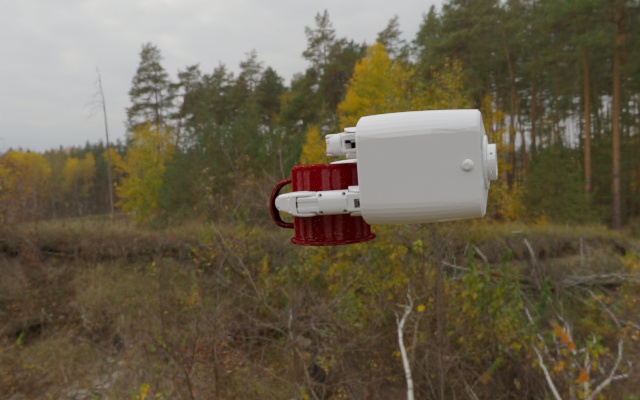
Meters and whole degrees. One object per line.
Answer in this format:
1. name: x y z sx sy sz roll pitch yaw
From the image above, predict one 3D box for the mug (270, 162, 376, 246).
1. mug: -0.001 0.002 0.518 0.117 0.081 0.093 -2 4 20
